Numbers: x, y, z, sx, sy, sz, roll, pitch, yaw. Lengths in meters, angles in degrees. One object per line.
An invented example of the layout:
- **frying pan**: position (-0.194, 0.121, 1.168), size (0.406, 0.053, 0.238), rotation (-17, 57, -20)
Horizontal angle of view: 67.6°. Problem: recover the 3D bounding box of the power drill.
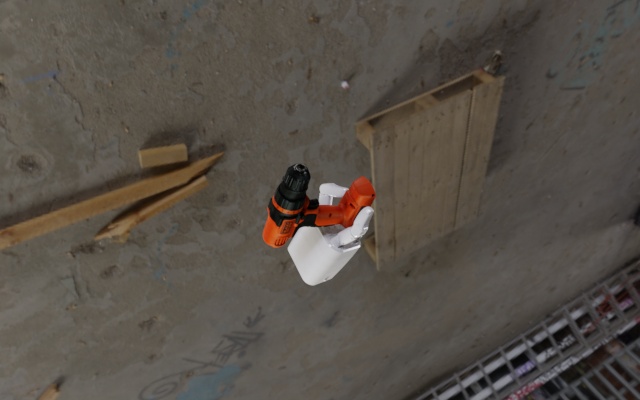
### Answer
- **power drill**: position (0.000, 0.003, 0.835), size (0.187, 0.057, 0.185), rotation (-5, -38, -29)
